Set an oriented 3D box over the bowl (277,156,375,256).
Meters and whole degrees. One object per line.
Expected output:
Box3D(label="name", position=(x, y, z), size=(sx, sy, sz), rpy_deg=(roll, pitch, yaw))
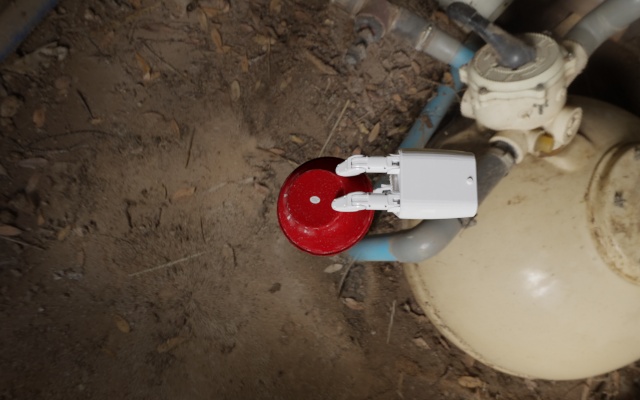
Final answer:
Box3D(label="bowl", position=(-0.001, 0.003, 0.734), size=(0.162, 0.162, 0.055), rpy_deg=(0, -12, 15))
